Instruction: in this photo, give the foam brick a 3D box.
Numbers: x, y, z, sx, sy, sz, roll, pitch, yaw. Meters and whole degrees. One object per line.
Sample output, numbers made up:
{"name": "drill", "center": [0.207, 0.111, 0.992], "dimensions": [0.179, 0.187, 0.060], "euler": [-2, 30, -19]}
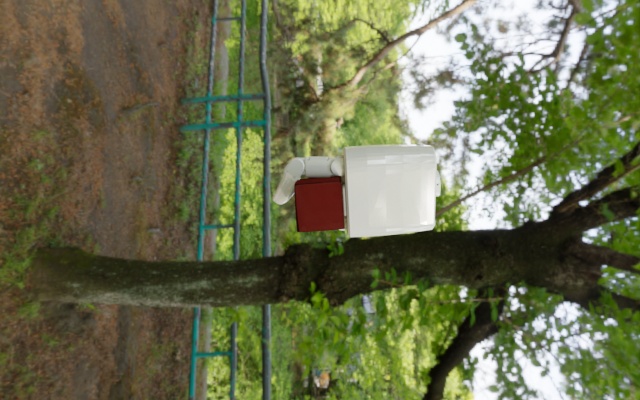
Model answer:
{"name": "foam brick", "center": [0.000, 0.002, 0.535], "dimensions": [0.051, 0.053, 0.078], "euler": [-3, 8, 2]}
